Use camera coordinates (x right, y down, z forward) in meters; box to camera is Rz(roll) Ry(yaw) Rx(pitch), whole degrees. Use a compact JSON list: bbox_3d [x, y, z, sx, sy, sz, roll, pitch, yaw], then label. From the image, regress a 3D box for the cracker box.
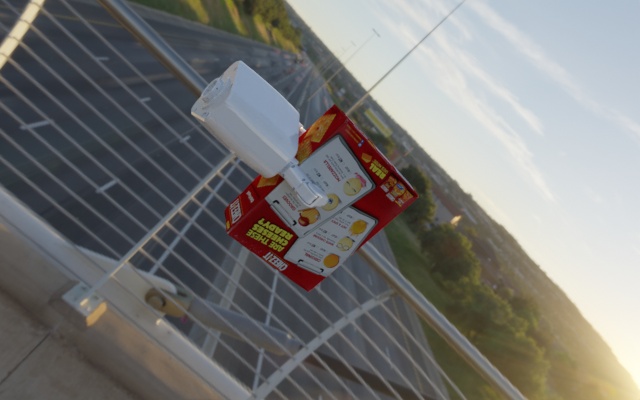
[{"bbox_3d":[0.000,0.002,0.660,0.164,0.214,0.072,41,13,-30],"label":"cracker box"}]
